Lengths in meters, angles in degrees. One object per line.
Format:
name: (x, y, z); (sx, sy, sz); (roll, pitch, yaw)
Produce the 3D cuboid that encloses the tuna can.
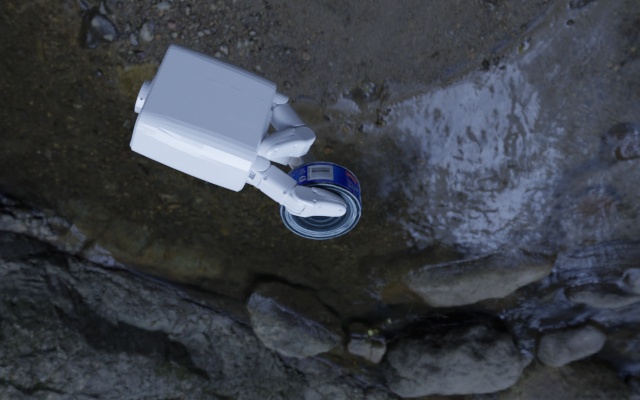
tuna can: (0.000, 0.002, 0.500); (0.086, 0.086, 0.033); (-1, 45, -1)
